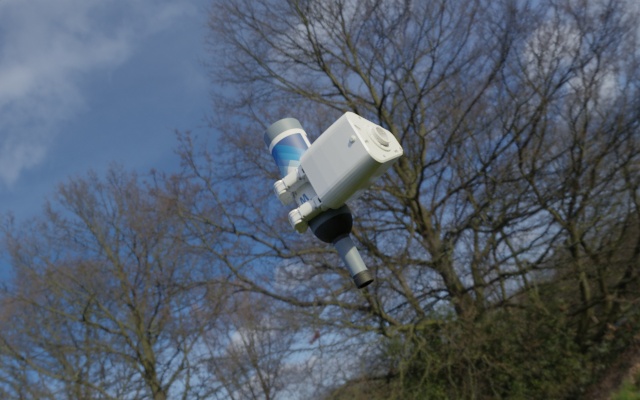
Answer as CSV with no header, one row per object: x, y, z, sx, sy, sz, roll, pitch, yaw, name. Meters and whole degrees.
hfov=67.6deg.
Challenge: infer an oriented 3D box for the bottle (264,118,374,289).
0.000,0.002,0.745,0.069,0.295,0.069,-24,-23,-11,bottle
